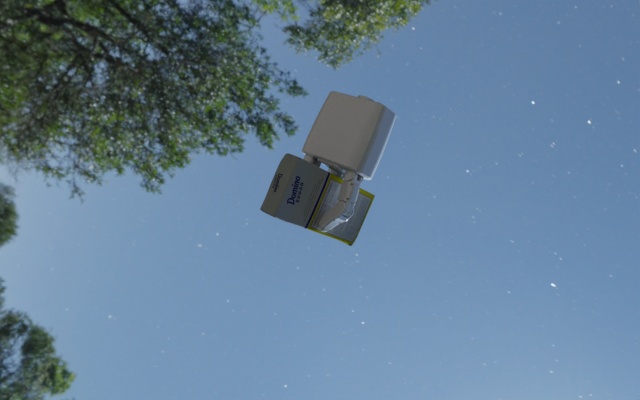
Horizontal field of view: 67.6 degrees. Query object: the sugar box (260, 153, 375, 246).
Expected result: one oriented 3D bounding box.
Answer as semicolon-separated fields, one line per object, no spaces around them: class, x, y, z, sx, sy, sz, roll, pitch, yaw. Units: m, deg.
sugar box;0.000;0.002;0.730;0.176;0.093;0.048;25;-1;-40
